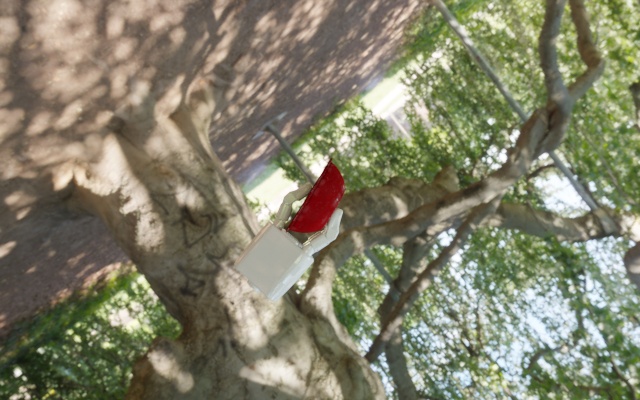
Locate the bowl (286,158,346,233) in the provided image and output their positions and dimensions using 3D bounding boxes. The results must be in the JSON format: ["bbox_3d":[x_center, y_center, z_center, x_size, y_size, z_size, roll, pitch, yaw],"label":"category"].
[{"bbox_3d":[0.001,0.002,0.883,0.055,0.162,0.162,31,-1,-2],"label":"bowl"}]
